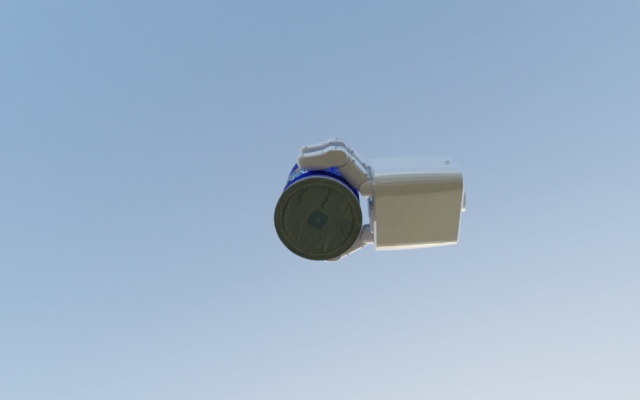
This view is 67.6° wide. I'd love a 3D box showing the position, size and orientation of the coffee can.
[{"bbox_3d":[0.000,0.002,0.613,0.103,0.103,0.140,0,18,3],"label":"coffee can"}]
